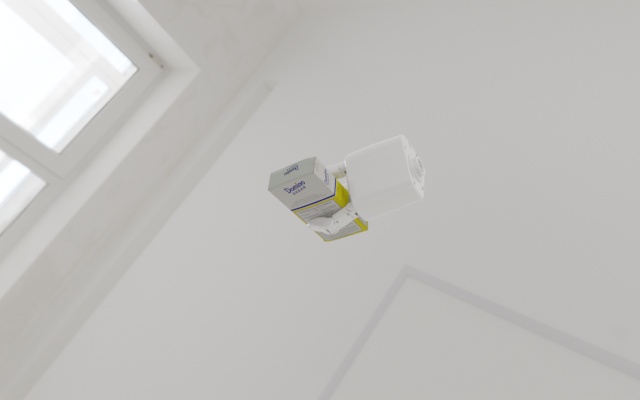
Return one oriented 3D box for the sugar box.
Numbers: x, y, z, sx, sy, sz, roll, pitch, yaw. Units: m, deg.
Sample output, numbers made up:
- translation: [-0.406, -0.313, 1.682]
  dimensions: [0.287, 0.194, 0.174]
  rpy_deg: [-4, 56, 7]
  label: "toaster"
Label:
- translation: [0.000, 0.002, 0.819]
  dimensions: [0.093, 0.048, 0.176]
  rpy_deg: [-19, -46, 27]
  label: "sugar box"
